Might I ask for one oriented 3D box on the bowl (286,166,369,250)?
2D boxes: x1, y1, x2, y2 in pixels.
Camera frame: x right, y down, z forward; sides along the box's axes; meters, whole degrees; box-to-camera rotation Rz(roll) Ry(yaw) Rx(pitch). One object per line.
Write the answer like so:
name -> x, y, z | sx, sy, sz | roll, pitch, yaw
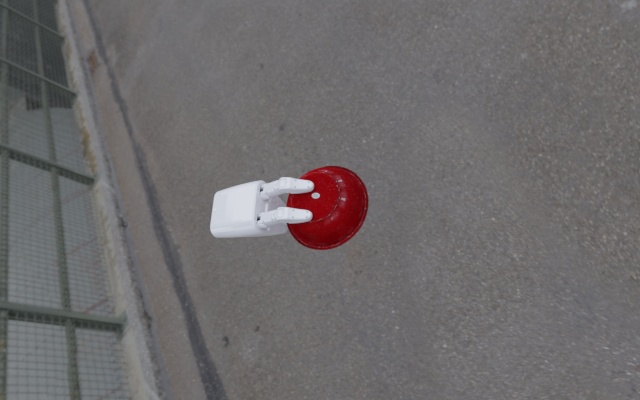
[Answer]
bowl -> 0.001, 0.002, 0.839 | 0.162, 0.162, 0.055 | 0, -20, 24
